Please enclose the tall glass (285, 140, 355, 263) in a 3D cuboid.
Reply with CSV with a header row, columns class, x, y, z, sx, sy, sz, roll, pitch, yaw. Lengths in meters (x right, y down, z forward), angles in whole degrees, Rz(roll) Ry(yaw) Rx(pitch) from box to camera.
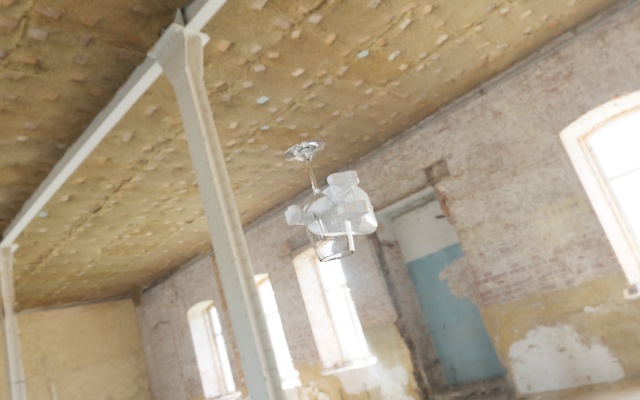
class,x,y,z,sx,sy,sz,roll,pitch,yaw
tall glass,0.000,0.002,0.821,0.079,0.201,0.079,-16,-16,-5
